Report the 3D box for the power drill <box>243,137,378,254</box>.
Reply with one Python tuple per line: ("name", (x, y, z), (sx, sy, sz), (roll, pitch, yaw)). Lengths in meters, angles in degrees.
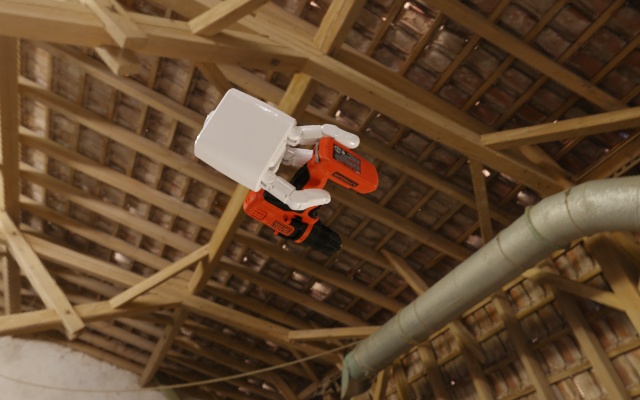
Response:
("power drill", (0.000, 0.002, 0.739), (0.184, 0.057, 0.188), (29, -52, -26))
